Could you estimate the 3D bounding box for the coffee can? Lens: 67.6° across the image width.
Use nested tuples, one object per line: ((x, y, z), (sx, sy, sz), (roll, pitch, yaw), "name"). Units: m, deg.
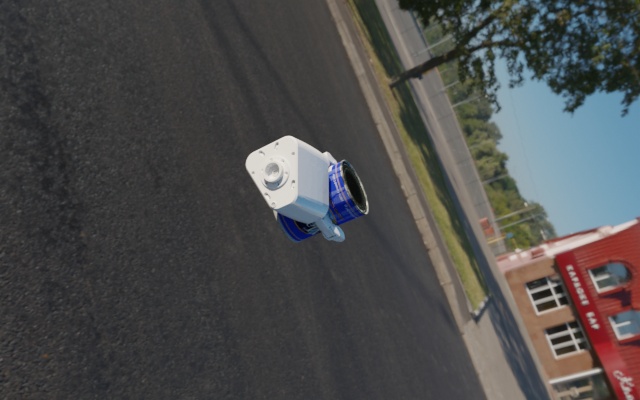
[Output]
((0.000, 0.003, 0.846), (0.140, 0.103, 0.103), (-23, -8, 19), "coffee can")
